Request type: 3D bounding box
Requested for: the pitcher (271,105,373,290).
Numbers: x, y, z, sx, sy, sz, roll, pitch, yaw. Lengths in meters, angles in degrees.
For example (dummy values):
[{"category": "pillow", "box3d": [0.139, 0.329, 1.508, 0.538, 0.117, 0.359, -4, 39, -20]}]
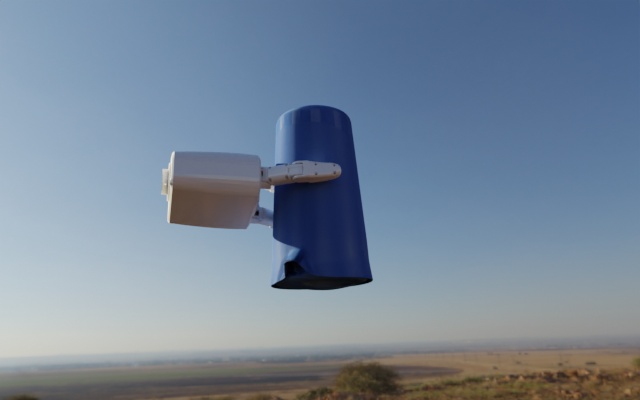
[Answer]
[{"category": "pitcher", "box3d": [0.000, 0.002, 0.662, 0.145, 0.242, 0.149, 3, -17, -18]}]
